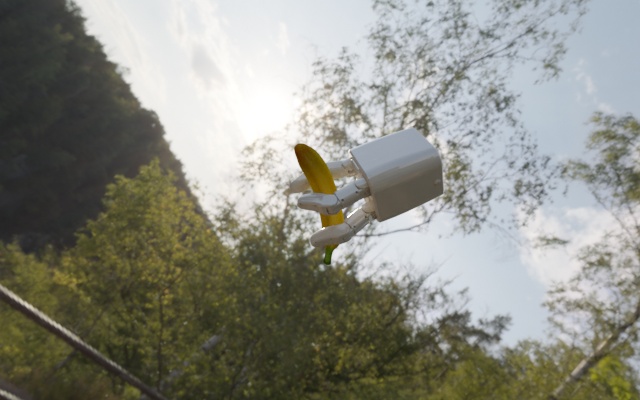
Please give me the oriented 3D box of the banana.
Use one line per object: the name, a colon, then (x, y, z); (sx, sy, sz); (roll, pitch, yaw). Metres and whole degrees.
banana: (0.004, -0.004, 0.704); (0.037, 0.198, 0.069); (-7, 27, 17)
